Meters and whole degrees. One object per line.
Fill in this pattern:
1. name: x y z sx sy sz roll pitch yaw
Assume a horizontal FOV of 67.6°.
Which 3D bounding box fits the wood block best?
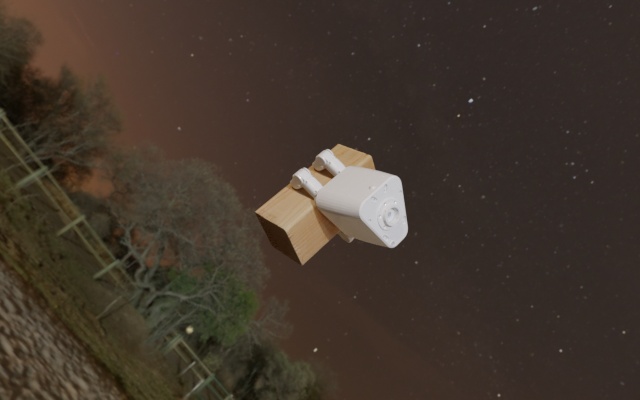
1. wood block: 0.001 0.003 0.841 0.206 0.091 0.090 -40 42 -23
